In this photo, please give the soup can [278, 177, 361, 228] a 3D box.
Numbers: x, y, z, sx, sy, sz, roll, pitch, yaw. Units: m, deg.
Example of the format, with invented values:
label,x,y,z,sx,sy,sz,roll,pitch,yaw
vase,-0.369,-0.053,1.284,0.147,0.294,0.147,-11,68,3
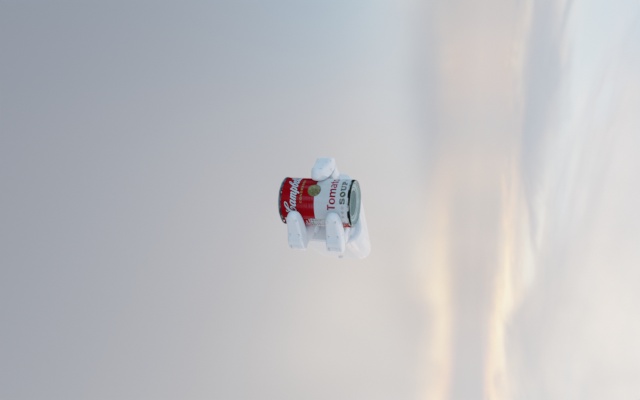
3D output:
label,x,y,z,sx,sy,sz,roll,pitch,yaw
soup can,0.000,0.002,0.669,0.102,0.068,0.068,3,1,18
